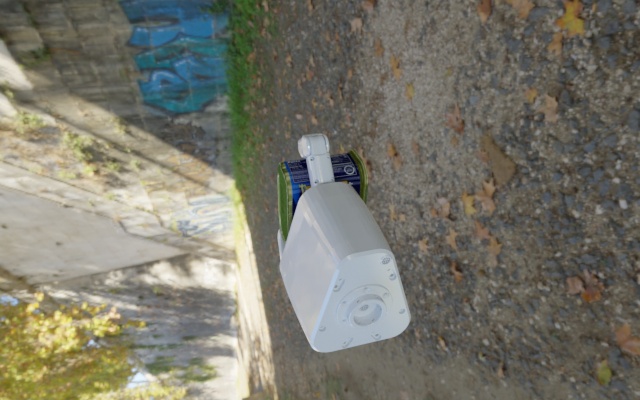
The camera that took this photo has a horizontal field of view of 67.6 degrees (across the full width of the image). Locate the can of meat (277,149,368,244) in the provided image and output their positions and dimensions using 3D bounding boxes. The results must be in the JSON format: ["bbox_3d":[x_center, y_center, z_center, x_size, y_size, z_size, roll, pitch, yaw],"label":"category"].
[{"bbox_3d":[0.000,0.002,0.511,0.084,0.102,0.057,-9,36,-14],"label":"can of meat"}]
